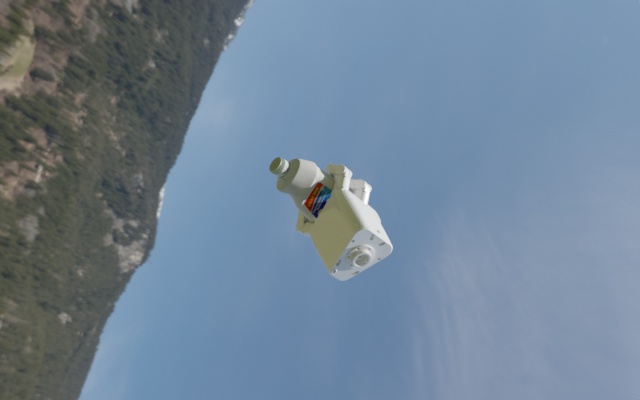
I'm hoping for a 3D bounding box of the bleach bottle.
[{"bbox_3d":[0.000,0.003,0.876,0.251,0.102,0.068,35,18,-37],"label":"bleach bottle"}]
